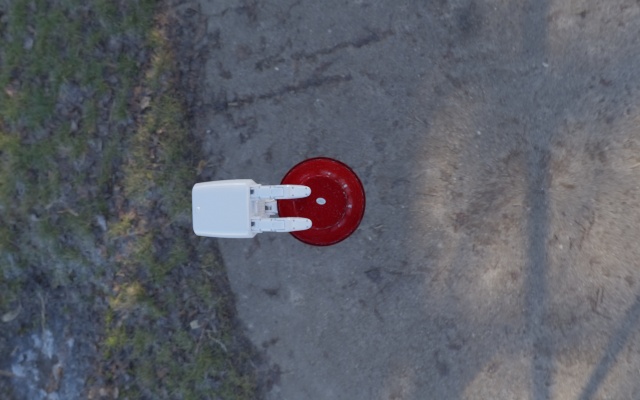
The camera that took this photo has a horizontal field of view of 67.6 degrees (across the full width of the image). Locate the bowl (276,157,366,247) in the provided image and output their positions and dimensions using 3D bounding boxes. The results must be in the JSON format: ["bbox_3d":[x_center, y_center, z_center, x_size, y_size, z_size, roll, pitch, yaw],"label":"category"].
[{"bbox_3d":[0.001,0.002,0.832,0.162,0.162,0.055,0,1,2],"label":"bowl"}]
